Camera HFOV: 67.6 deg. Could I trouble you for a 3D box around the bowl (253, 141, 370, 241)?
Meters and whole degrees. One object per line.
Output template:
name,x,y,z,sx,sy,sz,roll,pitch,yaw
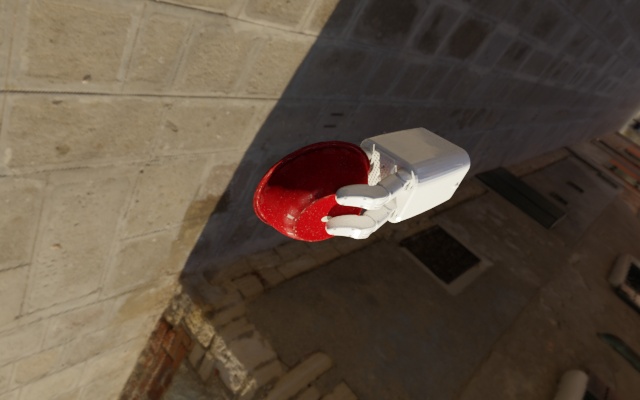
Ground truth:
bowl,-0.001,0.003,0.602,0.162,0.055,0.162,-17,-35,-13
